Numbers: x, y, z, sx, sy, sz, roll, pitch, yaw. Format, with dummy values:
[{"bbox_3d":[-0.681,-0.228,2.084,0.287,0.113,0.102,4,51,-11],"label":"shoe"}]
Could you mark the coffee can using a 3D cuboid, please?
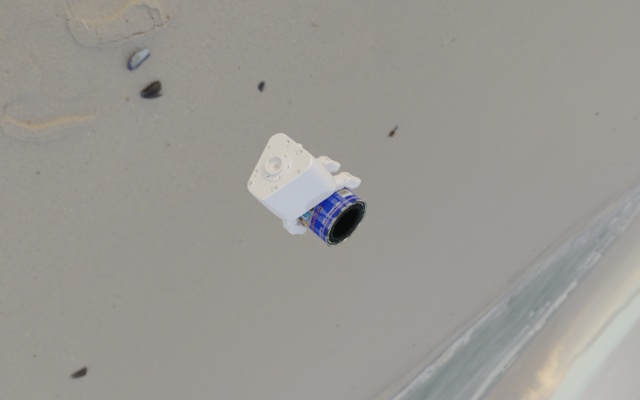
[{"bbox_3d":[0.000,0.003,0.880,0.140,0.103,0.103,40,21,28],"label":"coffee can"}]
